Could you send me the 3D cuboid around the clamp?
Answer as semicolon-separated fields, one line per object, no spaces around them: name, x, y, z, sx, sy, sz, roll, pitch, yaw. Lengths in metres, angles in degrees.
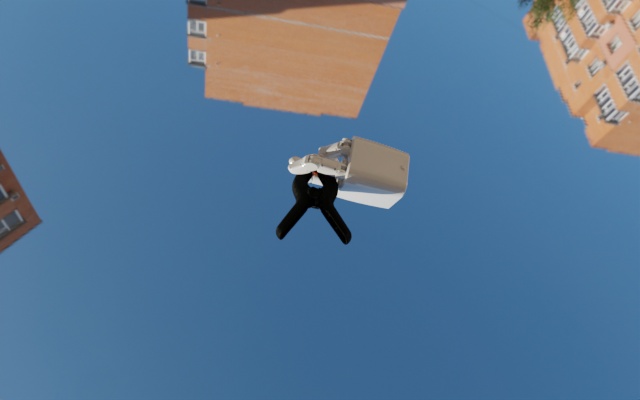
clamp;0.000;0.003;0.801;0.120;0.171;0.039;15;-34;-5
